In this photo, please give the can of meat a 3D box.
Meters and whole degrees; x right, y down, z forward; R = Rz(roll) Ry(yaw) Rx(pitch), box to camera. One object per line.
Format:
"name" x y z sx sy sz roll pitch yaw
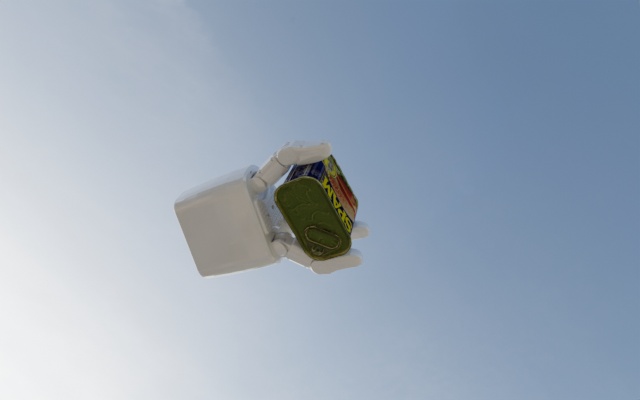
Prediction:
"can of meat" 0.000 0.002 0.540 0.057 0.102 0.084 -20 23 22
